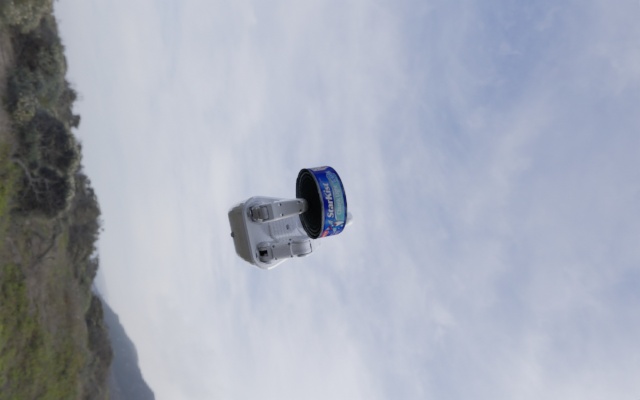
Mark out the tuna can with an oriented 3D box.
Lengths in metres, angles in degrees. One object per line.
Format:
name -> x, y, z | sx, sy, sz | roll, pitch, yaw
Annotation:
tuna can -> 0.001, 0.002, 0.572 | 0.034, 0.086, 0.086 | -9, 3, -21
